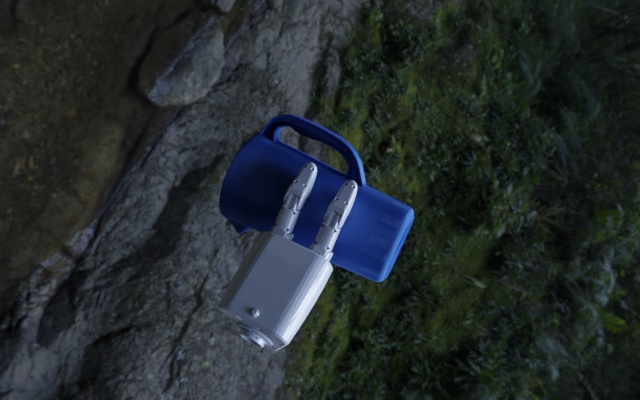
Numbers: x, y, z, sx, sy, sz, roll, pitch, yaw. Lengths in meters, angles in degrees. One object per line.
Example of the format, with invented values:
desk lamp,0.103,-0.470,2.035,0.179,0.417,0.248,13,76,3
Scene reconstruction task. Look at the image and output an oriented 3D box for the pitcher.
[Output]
pitcher,0.000,0.002,0.644,0.243,0.145,0.149,25,-29,13
